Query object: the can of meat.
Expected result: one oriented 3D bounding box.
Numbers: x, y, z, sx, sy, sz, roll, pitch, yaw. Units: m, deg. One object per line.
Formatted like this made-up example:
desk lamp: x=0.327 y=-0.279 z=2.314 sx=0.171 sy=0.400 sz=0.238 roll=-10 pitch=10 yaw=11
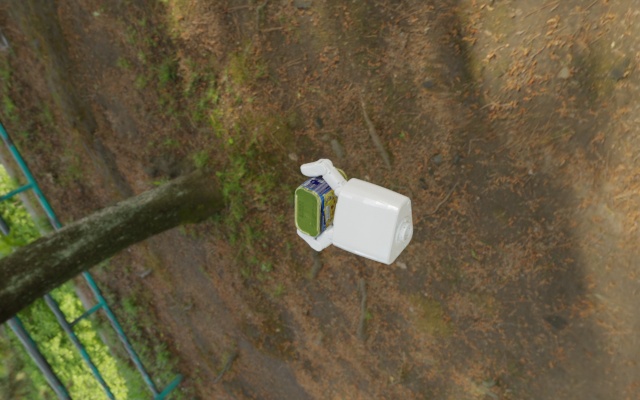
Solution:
can of meat: x=0.000 y=0.003 z=0.833 sx=0.057 sy=0.102 sz=0.084 roll=22 pitch=40 yaw=27
